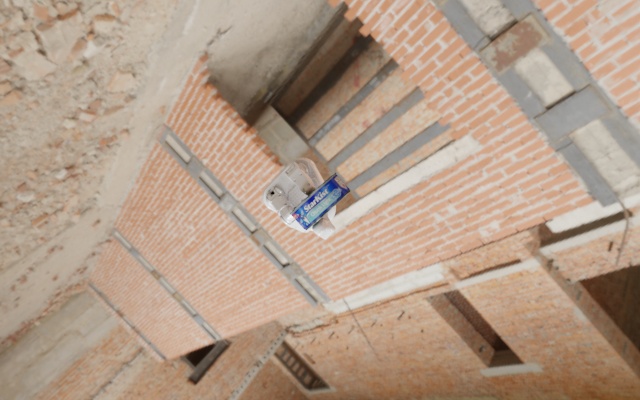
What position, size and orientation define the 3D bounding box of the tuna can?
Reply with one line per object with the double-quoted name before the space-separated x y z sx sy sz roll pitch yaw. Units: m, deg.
"tuna can" 0.000 0.003 0.662 0.086 0.034 0.086 -42 -1 0
